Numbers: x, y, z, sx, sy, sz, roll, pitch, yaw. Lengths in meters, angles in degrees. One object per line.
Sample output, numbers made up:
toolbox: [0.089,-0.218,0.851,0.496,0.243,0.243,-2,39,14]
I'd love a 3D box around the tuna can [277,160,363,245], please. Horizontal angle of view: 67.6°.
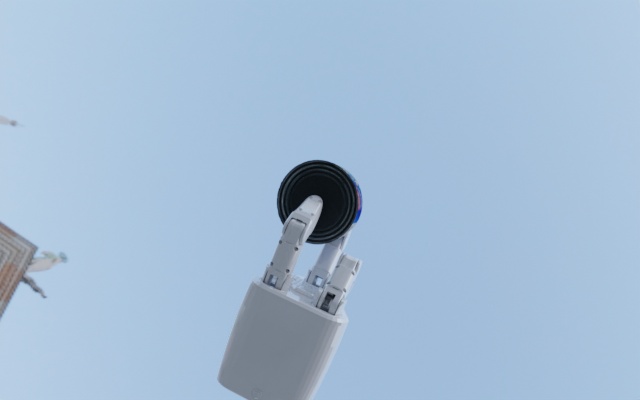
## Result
tuna can: [0.000,0.002,0.497,0.086,0.086,0.034,0,0,15]
